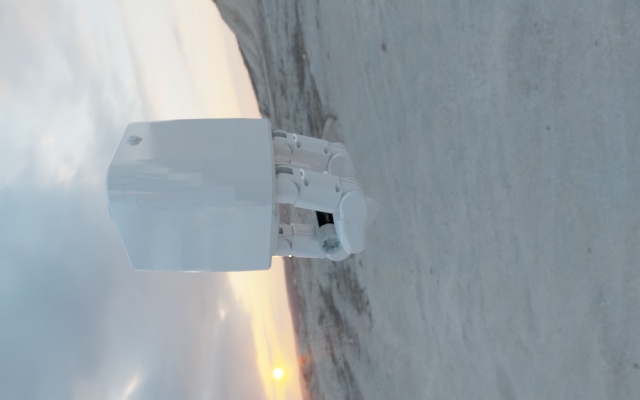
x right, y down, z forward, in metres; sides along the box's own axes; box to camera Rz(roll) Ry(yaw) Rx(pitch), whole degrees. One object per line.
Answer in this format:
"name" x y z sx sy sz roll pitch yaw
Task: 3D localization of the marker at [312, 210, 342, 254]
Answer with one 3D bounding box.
"marker" 0.000 0.001 0.411 0.020 0.020 0.121 0 33 -9
